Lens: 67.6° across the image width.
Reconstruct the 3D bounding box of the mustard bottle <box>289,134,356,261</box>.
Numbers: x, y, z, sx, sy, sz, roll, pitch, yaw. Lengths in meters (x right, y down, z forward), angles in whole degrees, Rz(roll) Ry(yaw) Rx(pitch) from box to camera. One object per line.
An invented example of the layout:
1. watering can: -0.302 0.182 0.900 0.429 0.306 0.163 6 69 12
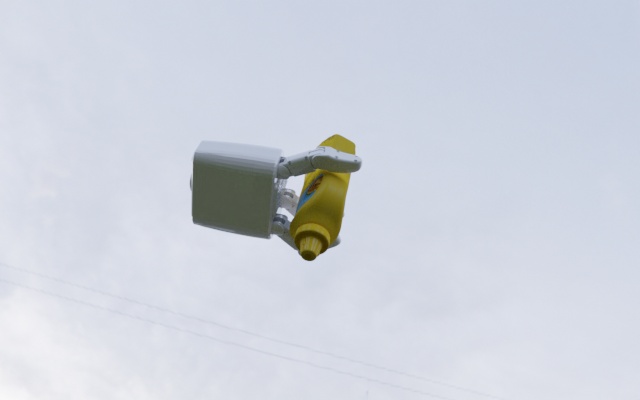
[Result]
1. mustard bottle: 0.000 0.002 0.600 0.058 0.096 0.191 28 38 -12
